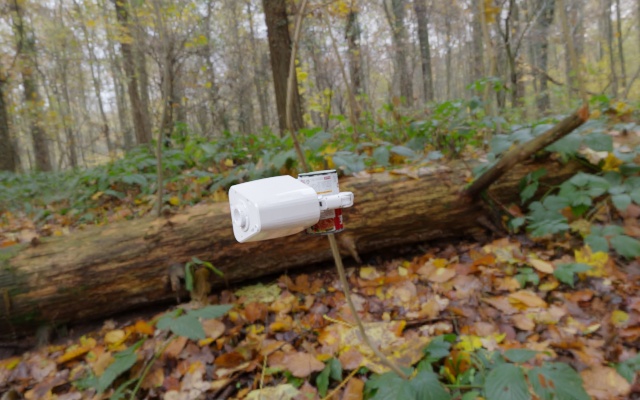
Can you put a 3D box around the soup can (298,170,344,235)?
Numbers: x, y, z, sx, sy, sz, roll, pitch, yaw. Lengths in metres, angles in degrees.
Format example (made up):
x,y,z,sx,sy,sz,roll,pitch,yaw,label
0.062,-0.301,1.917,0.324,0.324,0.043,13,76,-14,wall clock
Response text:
x,y,z,sx,sy,sz,roll,pitch,yaw,label
0.001,0.002,0.812,0.068,0.102,0.068,-7,6,1,soup can
